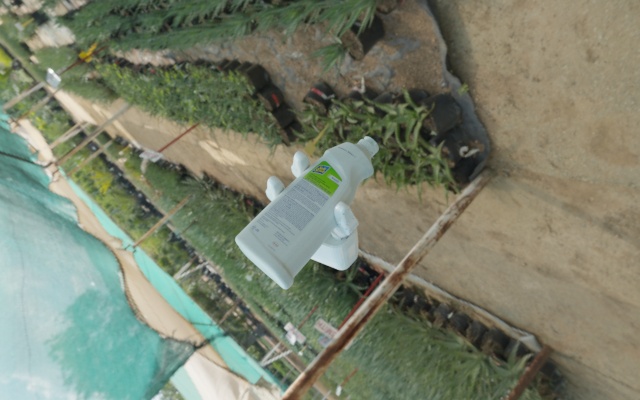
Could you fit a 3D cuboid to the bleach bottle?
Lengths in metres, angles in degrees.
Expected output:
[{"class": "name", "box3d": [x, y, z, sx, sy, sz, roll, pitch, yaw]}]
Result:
[{"class": "bleach bottle", "box3d": [0.000, 0.002, 0.689, 0.102, 0.250, 0.068, 36, -19, 26]}]
